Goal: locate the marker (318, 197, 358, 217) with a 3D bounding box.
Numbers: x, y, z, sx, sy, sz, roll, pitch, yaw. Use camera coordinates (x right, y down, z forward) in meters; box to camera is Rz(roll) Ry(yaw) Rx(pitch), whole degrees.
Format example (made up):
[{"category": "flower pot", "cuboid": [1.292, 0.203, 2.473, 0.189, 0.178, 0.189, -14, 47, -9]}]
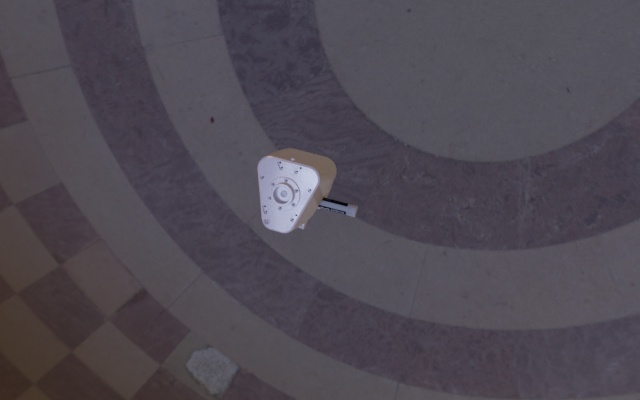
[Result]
[{"category": "marker", "cuboid": [0.000, 0.003, 0.775, 0.121, 0.020, 0.020, 15, 3, 10]}]
